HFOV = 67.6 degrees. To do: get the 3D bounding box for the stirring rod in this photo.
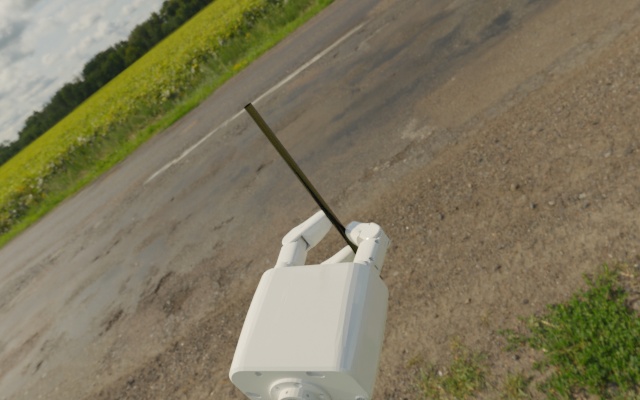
[{"bbox_3d":[0.000,0.002,0.480,0.011,0.240,0.011,-29,26,16],"label":"stirring rod"}]
